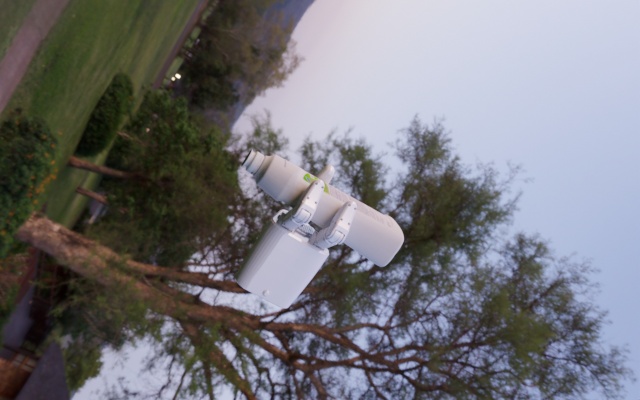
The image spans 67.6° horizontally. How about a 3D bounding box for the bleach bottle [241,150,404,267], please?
[{"bbox_3d":[0.000,0.002,0.696,0.251,0.068,0.102,32,10,-16],"label":"bleach bottle"}]
